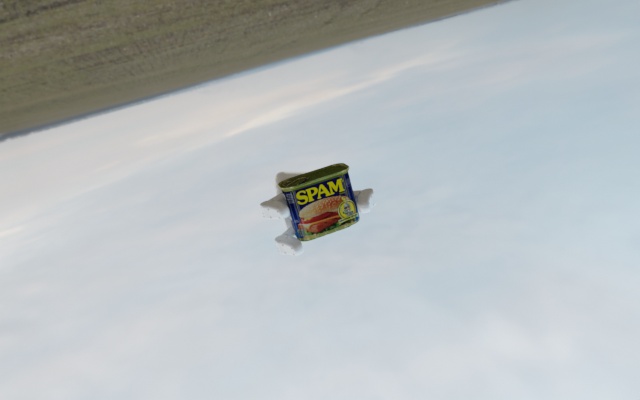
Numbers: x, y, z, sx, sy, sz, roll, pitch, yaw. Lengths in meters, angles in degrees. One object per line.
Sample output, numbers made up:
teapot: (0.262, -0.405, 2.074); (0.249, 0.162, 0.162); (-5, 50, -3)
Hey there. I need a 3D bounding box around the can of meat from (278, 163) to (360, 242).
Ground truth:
can of meat: (0.000, 0.003, 0.686); (0.102, 0.084, 0.057); (-18, 17, -9)
